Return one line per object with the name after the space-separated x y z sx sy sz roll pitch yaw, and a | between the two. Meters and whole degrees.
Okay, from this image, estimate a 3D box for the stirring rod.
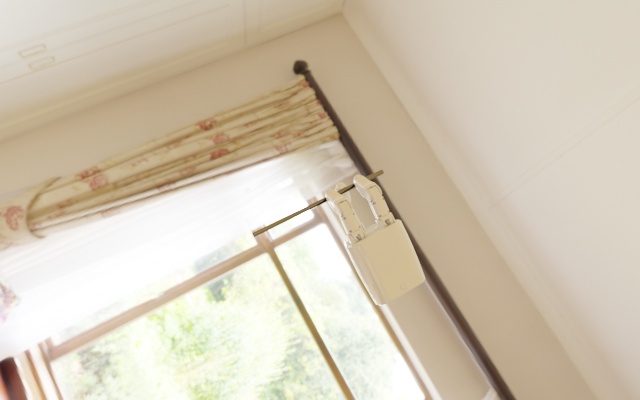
0.000 0.003 0.770 0.239 0.011 0.011 -26 7 -15 | stirring rod
